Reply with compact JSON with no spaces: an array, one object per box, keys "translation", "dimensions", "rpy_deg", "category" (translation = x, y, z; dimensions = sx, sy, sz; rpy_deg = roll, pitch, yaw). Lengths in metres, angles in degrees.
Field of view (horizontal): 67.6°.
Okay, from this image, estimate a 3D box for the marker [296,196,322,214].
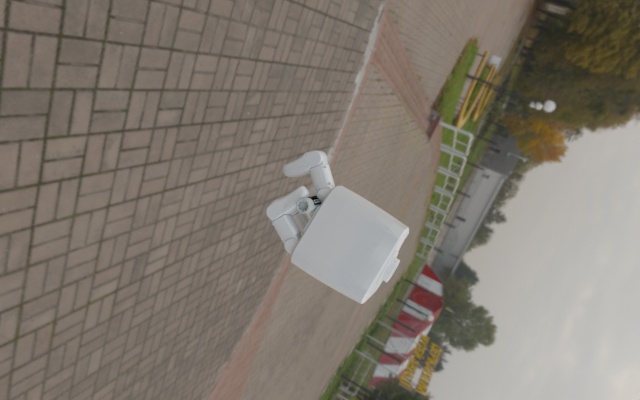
[{"translation":[0.000,0.002,0.628],"dimensions":[0.020,0.020,0.121],"rpy_deg":[0,4,21],"category":"marker"}]
